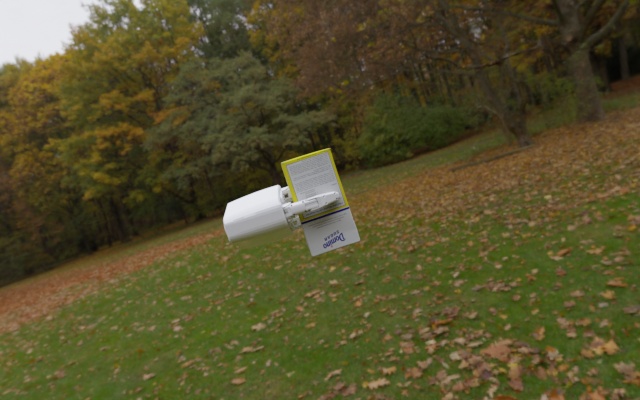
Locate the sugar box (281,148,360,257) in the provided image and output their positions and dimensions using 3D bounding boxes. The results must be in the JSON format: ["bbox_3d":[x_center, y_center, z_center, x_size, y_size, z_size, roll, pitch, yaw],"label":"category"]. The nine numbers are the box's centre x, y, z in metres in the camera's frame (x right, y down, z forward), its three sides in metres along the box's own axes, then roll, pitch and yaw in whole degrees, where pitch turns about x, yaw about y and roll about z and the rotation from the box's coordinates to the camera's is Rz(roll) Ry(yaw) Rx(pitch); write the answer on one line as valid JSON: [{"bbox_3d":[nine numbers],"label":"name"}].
[{"bbox_3d":[0.000,0.003,0.858,0.093,0.176,0.048,-18,4,-1],"label":"sugar box"}]
